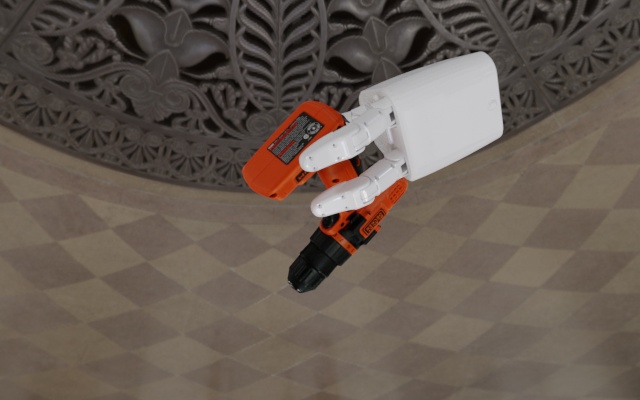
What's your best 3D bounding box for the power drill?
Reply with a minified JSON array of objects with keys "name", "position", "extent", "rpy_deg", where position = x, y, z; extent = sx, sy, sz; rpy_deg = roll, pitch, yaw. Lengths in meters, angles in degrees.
[{"name":"power drill","position":[0.000,0.001,0.503],"extent":[0.057,0.184,0.188],"rpy_deg":[37,-6,37]}]
